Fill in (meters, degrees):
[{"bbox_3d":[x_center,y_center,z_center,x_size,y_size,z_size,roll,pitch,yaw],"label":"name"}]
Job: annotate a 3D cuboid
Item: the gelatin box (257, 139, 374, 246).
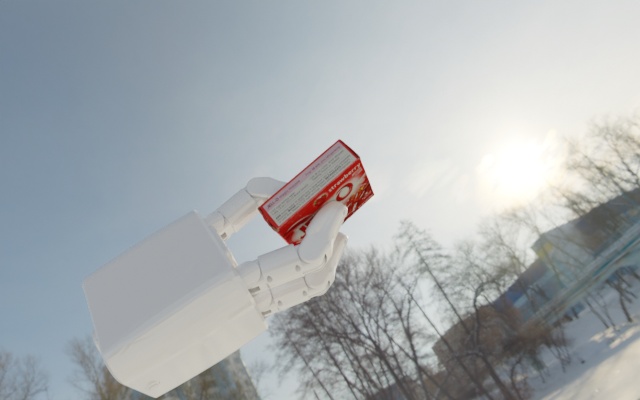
[{"bbox_3d":[0.000,0.001,0.403,0.030,0.089,0.073,47,-5,27],"label":"gelatin box"}]
